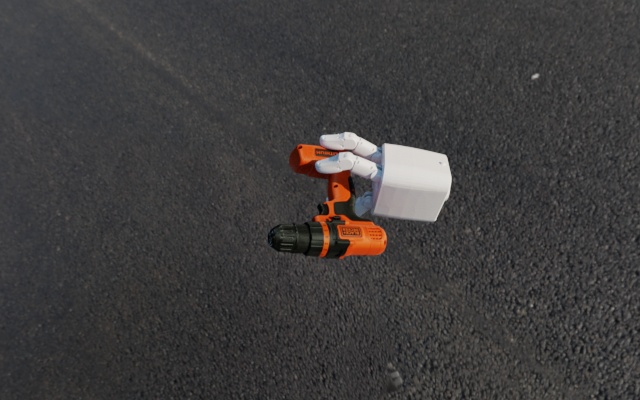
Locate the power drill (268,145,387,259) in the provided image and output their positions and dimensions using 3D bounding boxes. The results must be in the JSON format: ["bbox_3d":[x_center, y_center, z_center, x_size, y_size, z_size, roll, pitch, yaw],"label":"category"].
[{"bbox_3d":[0.000,0.002,0.741,0.184,0.187,0.057,5,-34,-24],"label":"power drill"}]
